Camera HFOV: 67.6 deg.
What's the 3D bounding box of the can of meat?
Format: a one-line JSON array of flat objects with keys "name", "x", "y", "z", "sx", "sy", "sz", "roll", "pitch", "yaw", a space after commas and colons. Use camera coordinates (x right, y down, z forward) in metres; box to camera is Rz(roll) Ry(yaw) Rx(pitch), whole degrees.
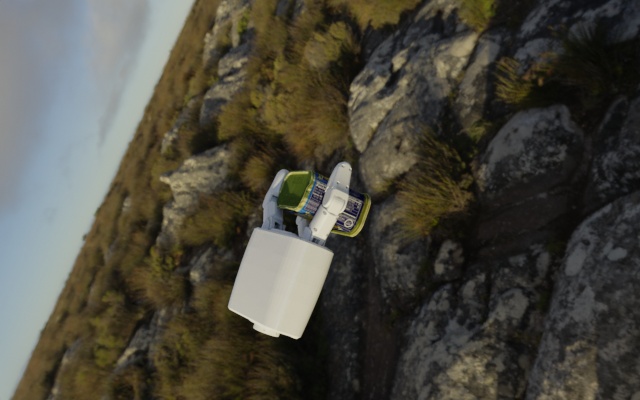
[{"name": "can of meat", "x": 0.000, "y": 0.002, "z": 0.602, "sx": 0.084, "sy": 0.057, "sz": 0.102, "roll": 24, "pitch": -8, "yaw": -22}]
